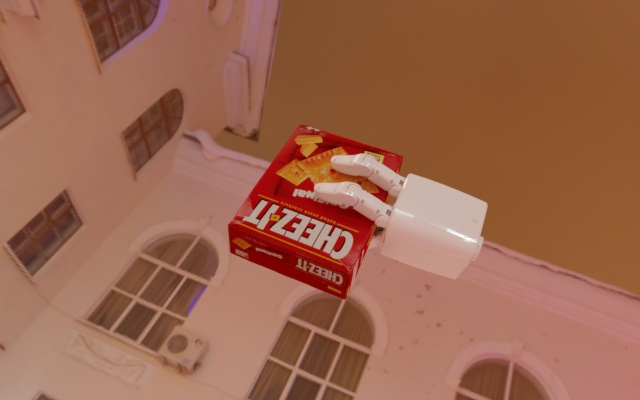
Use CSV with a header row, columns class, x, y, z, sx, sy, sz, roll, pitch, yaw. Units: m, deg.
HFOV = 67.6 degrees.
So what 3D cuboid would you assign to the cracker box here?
class,x,y,z,sx,sy,sz,roll,pitch,yaw
cracker box,0.000,0.002,0.642,0.164,0.213,0.072,20,-39,12
